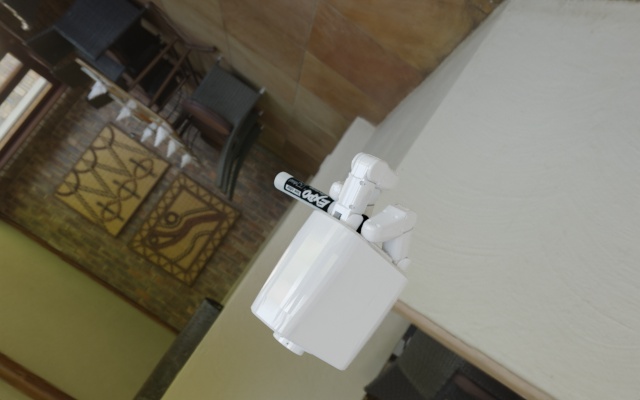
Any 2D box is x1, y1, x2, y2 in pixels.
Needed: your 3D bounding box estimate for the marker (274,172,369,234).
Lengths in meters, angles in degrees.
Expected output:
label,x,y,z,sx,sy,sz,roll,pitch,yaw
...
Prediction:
label,x,y,z,sx,sy,sz,roll,pitch,yaw
marker,0.000,0.001,0.462,0.121,0.020,0.020,29,19,38
